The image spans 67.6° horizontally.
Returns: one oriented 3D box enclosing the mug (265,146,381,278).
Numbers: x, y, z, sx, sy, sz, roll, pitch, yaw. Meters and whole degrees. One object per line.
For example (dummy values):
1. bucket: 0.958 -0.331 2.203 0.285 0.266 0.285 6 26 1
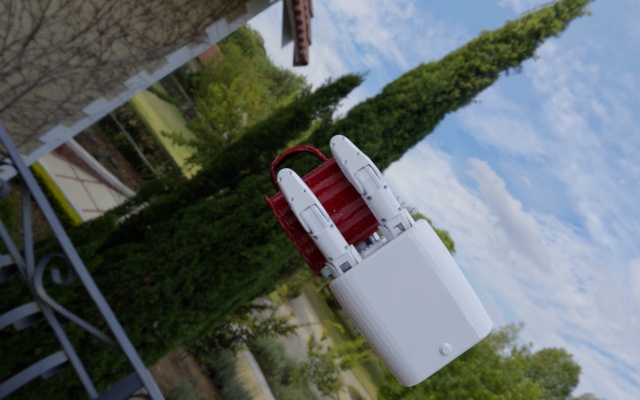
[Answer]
1. mug: -0.001 0.000 0.451 0.081 0.117 0.093 -34 -4 -2
